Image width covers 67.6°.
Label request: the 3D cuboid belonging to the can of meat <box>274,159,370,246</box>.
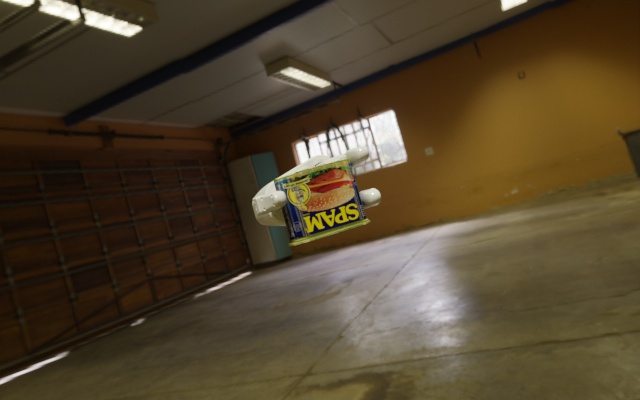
[{"bbox_3d":[0.000,0.002,0.588,0.102,0.084,0.057,-16,-1,-17],"label":"can of meat"}]
